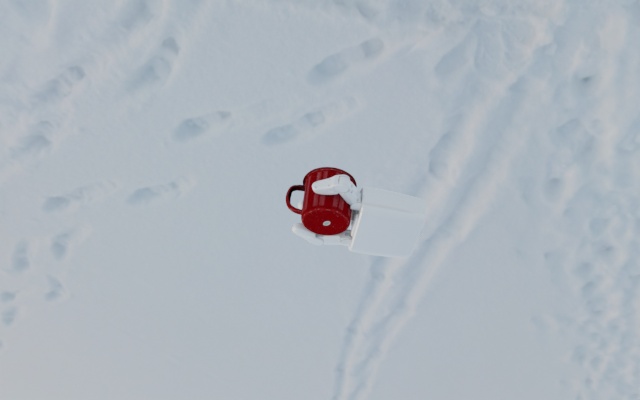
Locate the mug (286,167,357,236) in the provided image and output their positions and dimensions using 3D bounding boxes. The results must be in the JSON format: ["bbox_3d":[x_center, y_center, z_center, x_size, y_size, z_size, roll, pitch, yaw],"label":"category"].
[{"bbox_3d":[-0.001,0.002,0.794,0.117,0.081,0.093,9,-36,-3],"label":"mug"}]
